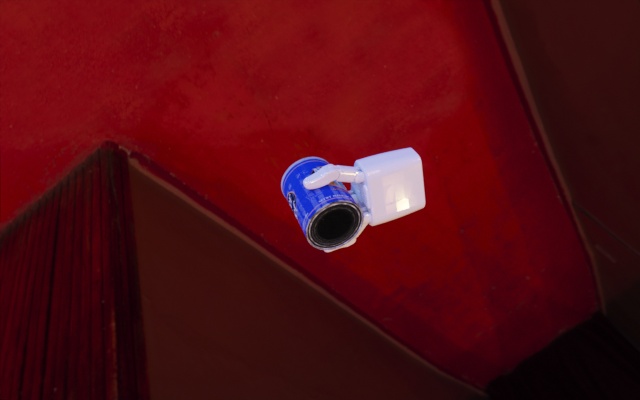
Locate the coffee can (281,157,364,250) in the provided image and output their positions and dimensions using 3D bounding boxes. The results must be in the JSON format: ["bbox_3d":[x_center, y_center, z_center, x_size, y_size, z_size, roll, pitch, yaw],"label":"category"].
[{"bbox_3d":[0.000,0.003,0.834,0.103,0.103,0.140,0,35,-25],"label":"coffee can"}]
